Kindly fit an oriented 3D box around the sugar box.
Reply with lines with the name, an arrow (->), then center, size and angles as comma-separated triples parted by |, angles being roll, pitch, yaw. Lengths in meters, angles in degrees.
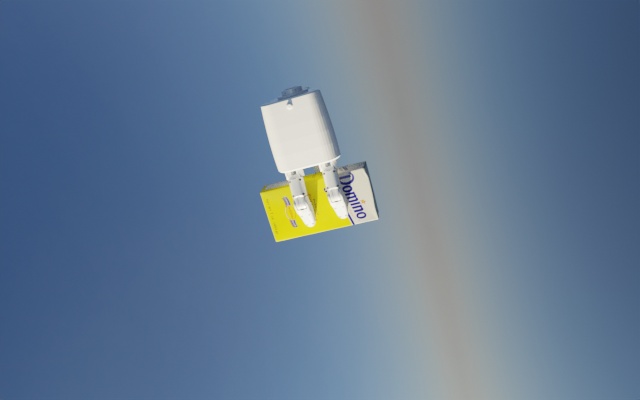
sugar box -> 0.000, 0.003, 0.783 | 0.176, 0.093, 0.048 | -13, 17, 12
